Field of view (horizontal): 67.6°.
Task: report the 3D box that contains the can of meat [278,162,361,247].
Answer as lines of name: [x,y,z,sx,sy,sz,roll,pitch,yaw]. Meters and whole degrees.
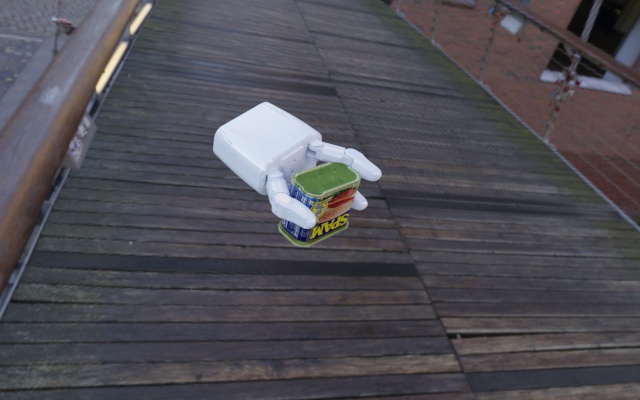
can of meat: [0.000,0.002,0.631,0.102,0.084,0.057,-21,49,-40]
